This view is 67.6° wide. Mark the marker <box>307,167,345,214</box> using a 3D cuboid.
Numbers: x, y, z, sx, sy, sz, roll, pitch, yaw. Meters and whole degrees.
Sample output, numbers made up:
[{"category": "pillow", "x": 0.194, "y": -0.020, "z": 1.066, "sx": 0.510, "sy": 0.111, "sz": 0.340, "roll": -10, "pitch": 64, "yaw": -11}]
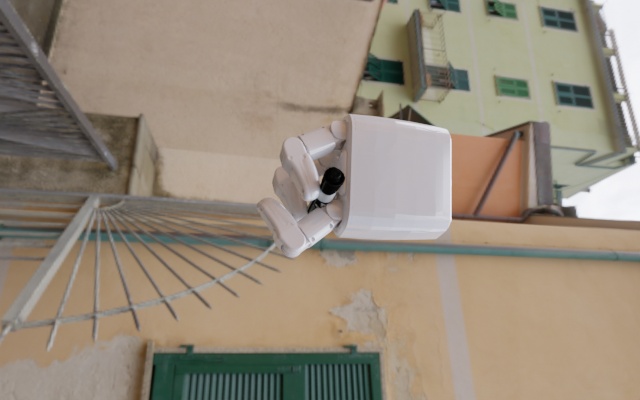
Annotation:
[{"category": "marker", "x": 0.000, "y": 0.001, "z": 0.454, "sx": 0.020, "sy": 0.020, "sz": 0.121, "roll": 0, "pitch": -24, "yaw": -14}]
